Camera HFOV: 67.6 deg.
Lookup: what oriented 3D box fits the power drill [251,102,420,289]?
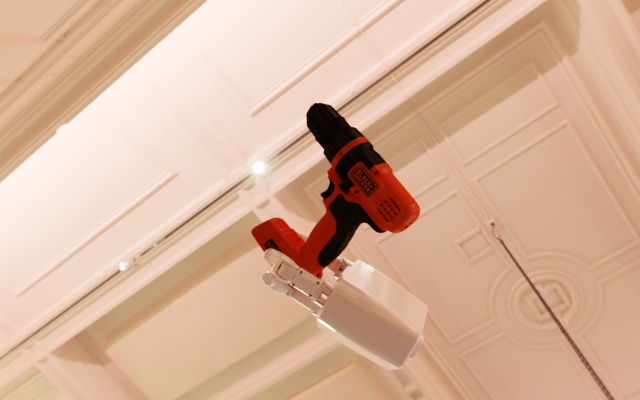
[{"bbox_3d":[0.000,0.002,0.574,0.188,0.184,0.057,-46,-21,25],"label":"power drill"}]
